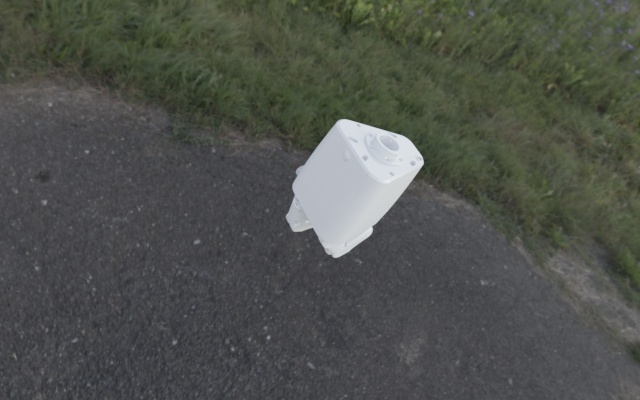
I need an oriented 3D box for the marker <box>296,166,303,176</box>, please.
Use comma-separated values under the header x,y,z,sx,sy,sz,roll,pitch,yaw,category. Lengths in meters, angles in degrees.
x,y,z,sx,sy,sz,roll,pitch,yaw,category
0.000,0.002,0.656,0.020,0.121,0.020,-23,-28,-13,marker
